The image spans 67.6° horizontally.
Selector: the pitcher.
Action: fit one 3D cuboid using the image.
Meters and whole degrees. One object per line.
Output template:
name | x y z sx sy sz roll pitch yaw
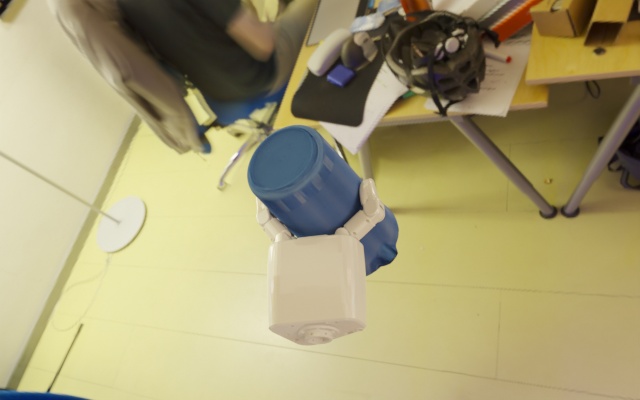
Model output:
pitcher | 0.000 0.002 0.664 0.149 0.145 0.243 -16 -35 21
